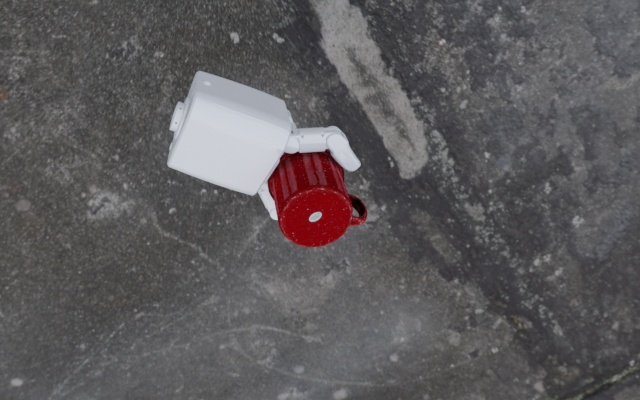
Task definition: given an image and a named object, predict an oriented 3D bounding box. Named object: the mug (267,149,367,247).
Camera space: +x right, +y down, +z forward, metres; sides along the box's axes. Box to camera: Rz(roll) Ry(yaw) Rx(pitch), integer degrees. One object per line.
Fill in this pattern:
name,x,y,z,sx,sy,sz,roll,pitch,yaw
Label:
mug,0.001,0.002,0.542,0.117,0.093,0.081,18,28,-22
